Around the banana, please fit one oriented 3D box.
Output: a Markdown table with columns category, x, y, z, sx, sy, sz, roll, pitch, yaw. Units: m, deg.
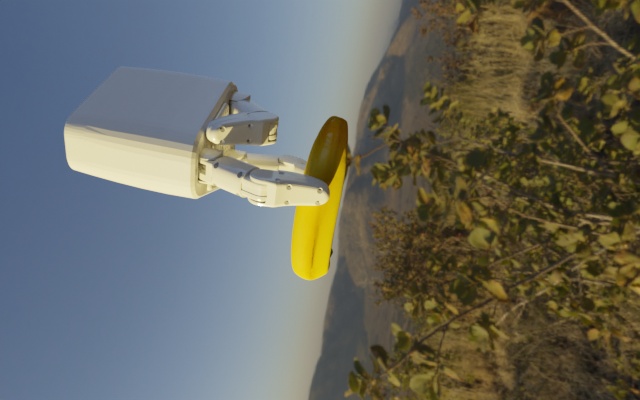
| category | x | y | z | sx | sy | sz | roll | pitch | yaw |
| --- | --- | --- | --- | --- | --- | --- | --- | --- | --- |
| banana | -0.003 | 0.018 | 0.420 | 0.037 | 0.069 | 0.198 | 11 | -38 | 3 |
